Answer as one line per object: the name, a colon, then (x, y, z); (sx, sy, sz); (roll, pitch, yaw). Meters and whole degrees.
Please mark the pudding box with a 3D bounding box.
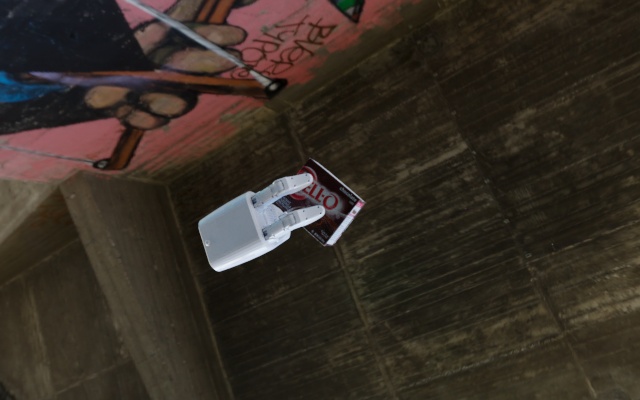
pudding box: (0.000, 0.002, 0.740); (0.113, 0.090, 0.039); (40, 9, 21)
